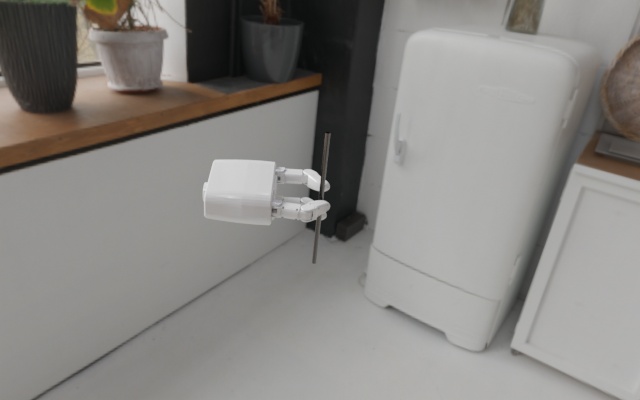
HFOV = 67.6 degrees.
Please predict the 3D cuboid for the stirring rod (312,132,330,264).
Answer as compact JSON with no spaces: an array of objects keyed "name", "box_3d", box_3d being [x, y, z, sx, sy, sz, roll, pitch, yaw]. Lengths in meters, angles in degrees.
[{"name":"stirring rod","box_3d":[0.000,0.003,0.789,0.011,0.240,0.011,5,27,-2]}]
